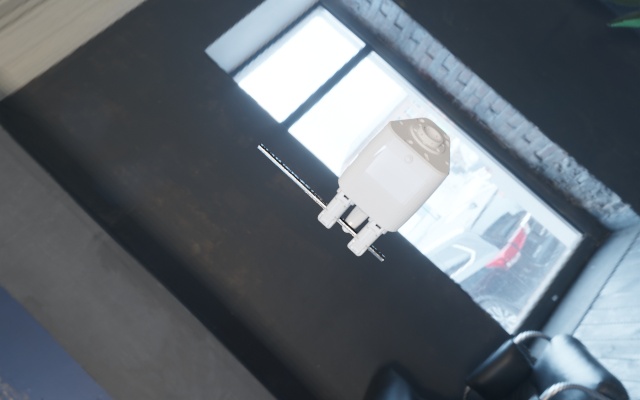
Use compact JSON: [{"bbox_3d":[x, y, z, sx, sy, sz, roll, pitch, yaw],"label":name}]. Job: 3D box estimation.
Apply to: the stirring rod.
[{"bbox_3d":[0.000,0.002,0.682,0.239,0.011,0.011,42,4,5],"label":"stirring rod"}]
